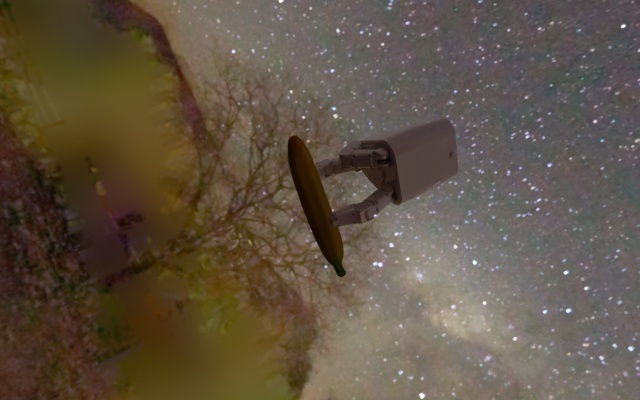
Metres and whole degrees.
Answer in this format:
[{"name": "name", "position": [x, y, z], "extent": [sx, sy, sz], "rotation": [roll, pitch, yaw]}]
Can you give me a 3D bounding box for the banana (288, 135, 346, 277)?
[{"name": "banana", "position": [-0.004, 0.006, 0.658], "extent": [0.037, 0.198, 0.069], "rotation": [-23, 5, -15]}]
